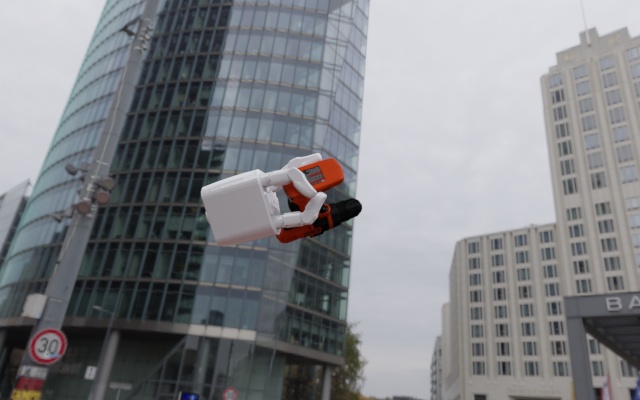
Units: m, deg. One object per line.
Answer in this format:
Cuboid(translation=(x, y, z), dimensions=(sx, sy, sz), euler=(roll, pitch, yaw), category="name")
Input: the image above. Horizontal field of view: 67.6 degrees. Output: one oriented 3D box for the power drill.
Cuboid(translation=(0.000, 0.003, 0.891), dimensions=(0.184, 0.057, 0.188), euler=(-20, -30, -14), category="power drill")
